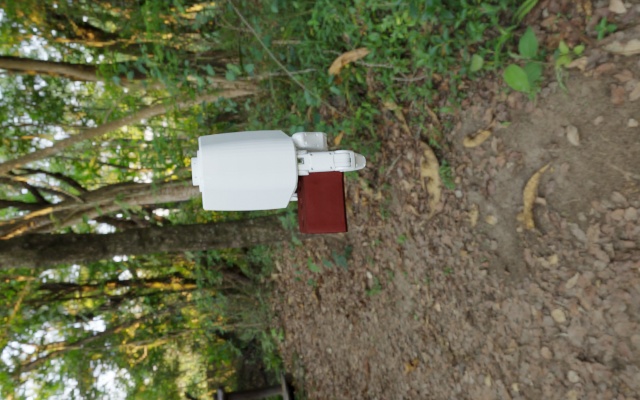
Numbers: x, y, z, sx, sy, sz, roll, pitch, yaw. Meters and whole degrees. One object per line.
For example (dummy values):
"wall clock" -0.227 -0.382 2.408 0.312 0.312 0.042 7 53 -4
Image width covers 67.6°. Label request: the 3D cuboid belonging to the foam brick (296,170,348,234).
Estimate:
"foam brick" 0.000 0.002 0.592 0.051 0.078 0.053 -4 -1 -14
